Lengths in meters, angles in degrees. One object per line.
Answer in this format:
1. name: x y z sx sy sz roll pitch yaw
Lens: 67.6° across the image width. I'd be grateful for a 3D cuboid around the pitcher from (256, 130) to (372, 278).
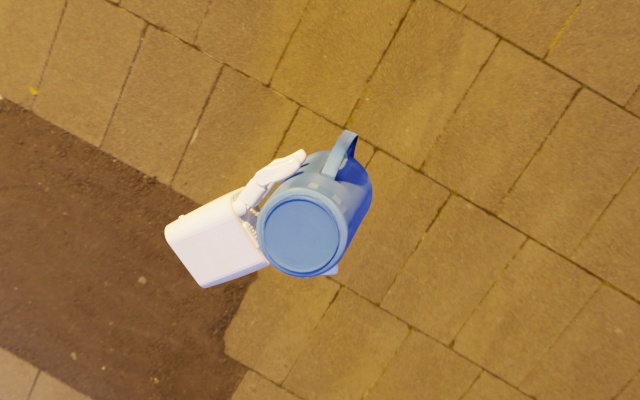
1. pitcher: 0.000 0.002 0.646 0.145 0.149 0.242 -21 9 13
